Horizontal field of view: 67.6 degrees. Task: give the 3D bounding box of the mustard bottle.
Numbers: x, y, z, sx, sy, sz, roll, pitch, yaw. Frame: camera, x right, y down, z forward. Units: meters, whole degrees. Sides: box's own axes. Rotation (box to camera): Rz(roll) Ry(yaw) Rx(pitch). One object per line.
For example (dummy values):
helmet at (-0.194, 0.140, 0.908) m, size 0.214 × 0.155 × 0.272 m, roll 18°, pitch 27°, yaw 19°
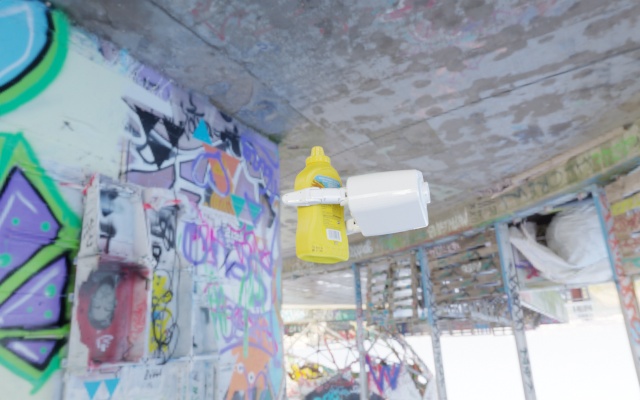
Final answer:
mustard bottle at (0.000, 0.003, 0.778) m, size 0.058 × 0.191 × 0.096 m, roll -18°, pitch -23°, yaw 41°
